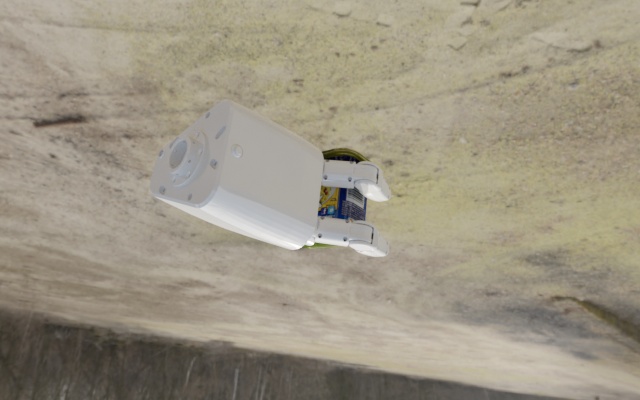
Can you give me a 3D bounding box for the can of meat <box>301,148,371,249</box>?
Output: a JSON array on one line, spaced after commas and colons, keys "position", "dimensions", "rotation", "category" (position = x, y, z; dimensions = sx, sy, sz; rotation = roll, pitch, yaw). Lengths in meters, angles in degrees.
[{"position": [0.000, 0.002, 0.489], "dimensions": [0.102, 0.084, 0.057], "rotation": [-10, -26, 37], "category": "can of meat"}]
